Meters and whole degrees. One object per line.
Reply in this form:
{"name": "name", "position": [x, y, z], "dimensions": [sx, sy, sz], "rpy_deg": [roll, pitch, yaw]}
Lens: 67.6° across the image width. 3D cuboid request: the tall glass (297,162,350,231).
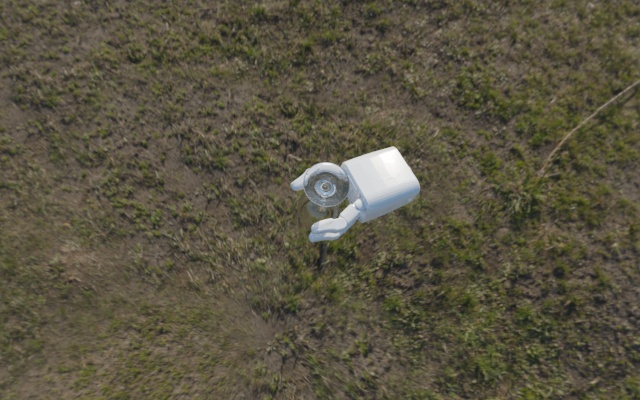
{"name": "tall glass", "position": [0.000, 0.003, 0.842], "dimensions": [0.079, 0.079, 0.201], "rpy_deg": [0, -17, -6]}
